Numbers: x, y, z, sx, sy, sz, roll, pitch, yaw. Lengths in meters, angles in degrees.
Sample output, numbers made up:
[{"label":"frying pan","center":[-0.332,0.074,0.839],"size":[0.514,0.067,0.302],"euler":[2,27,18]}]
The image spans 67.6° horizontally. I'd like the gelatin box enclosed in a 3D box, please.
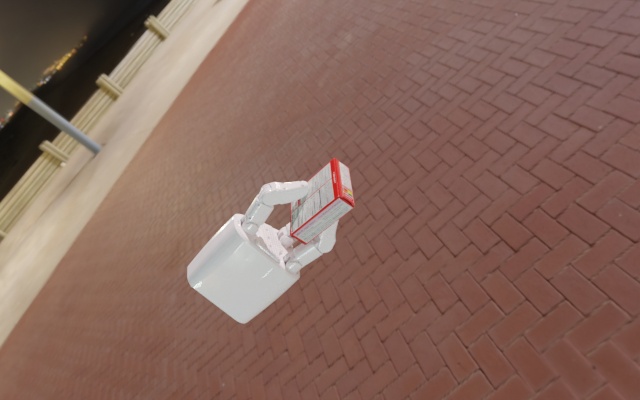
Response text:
[{"label":"gelatin box","center":[0.000,0.002,0.592],"size":[0.030,0.073,0.089],"euler":[33,-58,-28]}]
